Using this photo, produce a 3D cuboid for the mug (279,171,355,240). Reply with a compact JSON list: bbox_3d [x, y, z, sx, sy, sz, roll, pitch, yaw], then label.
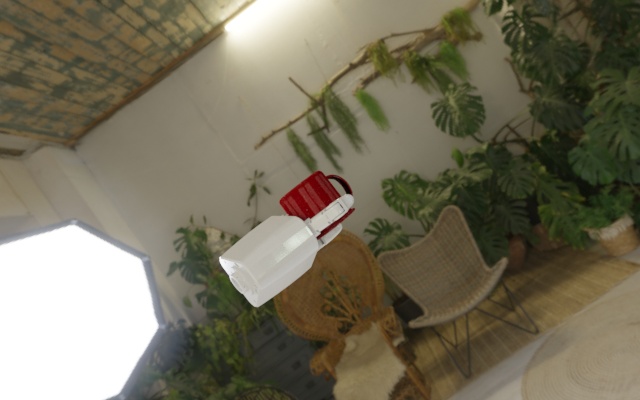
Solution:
[{"bbox_3d":[0.001,0.001,0.730,0.117,0.081,0.093,-38,1,-27],"label":"mug"}]
